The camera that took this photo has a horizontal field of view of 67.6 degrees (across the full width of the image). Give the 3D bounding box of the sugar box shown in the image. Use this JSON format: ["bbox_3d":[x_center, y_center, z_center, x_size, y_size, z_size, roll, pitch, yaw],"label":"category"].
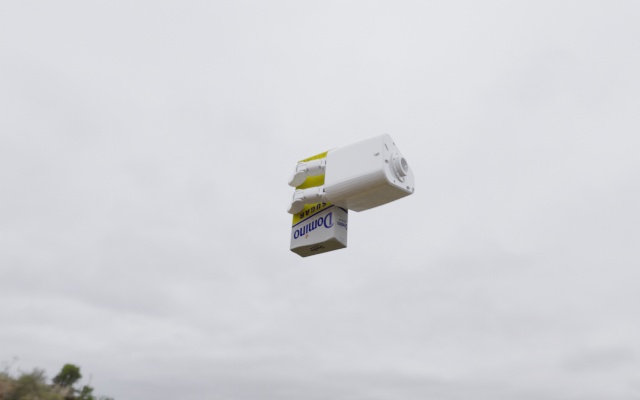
[{"bbox_3d":[0.000,0.002,0.813,0.093,0.176,0.048,-18,-38,32],"label":"sugar box"}]
